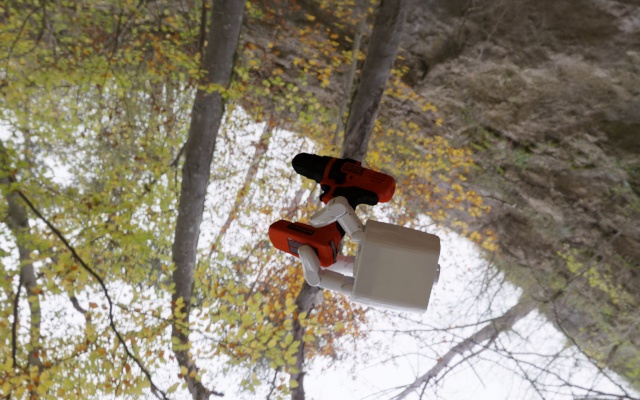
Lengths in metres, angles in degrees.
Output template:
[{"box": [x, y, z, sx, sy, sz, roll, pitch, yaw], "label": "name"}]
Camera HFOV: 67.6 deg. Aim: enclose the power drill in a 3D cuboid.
[{"box": [0.000, 0.003, 0.737, 0.184, 0.057, 0.187, 17, 52, 25], "label": "power drill"}]
